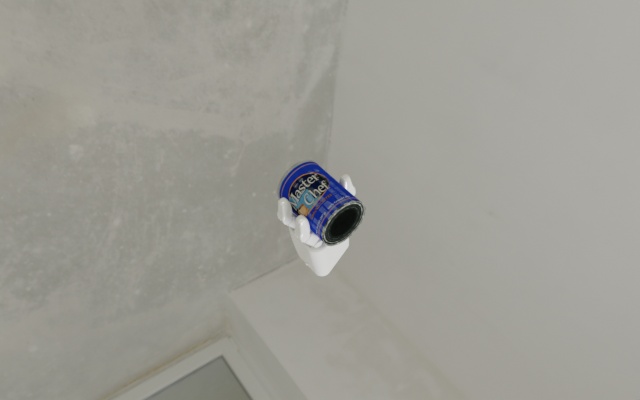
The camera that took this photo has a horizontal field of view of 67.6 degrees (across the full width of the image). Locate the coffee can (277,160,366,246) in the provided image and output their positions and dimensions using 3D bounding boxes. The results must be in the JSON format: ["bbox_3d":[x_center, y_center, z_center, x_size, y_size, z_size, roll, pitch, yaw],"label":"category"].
[{"bbox_3d":[0.000,0.003,0.898,0.103,0.103,0.140,0,35,-49],"label":"coffee can"}]
